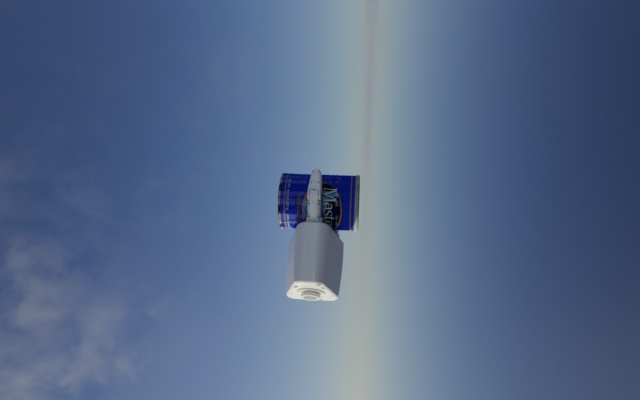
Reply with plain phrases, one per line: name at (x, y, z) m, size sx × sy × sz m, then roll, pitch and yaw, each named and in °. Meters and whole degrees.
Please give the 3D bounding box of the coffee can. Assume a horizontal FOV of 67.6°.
coffee can at (0.000, 0.003, 0.869) m, size 0.140 × 0.103 × 0.103 m, roll 2°, pitch 0°, yaw 5°
